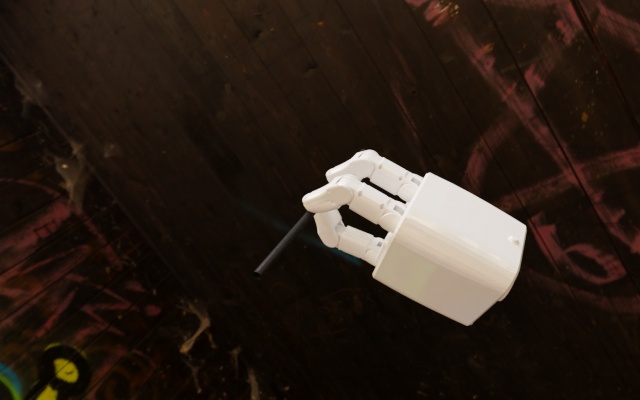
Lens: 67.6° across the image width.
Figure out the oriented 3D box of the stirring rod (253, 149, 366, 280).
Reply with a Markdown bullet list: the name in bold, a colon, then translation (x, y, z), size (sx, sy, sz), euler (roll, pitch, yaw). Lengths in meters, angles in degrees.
- **stirring rod**: translation (0.000, 0.002, 0.475), size (0.011, 0.011, 0.239), euler (0, 29, 29)
